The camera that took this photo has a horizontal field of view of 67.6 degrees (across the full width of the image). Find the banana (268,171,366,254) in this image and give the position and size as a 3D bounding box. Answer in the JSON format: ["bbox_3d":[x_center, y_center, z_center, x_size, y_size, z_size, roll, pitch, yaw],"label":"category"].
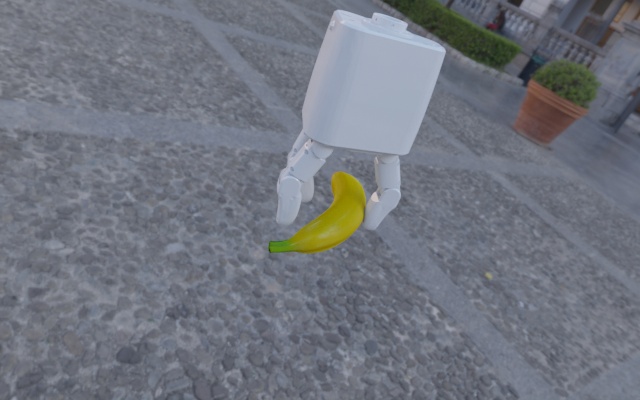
[{"bbox_3d":[0.016,0.009,0.528,0.069,0.037,0.197,18,28,15],"label":"banana"}]
